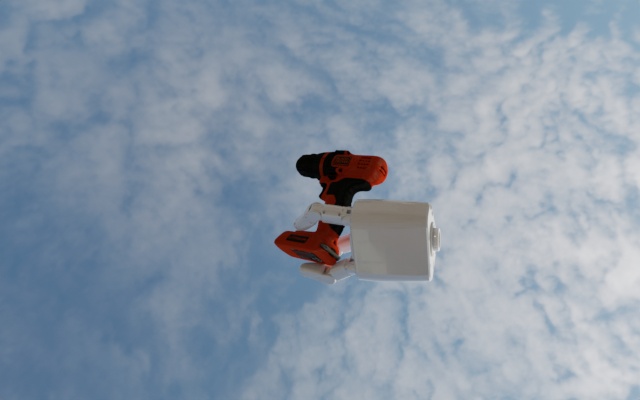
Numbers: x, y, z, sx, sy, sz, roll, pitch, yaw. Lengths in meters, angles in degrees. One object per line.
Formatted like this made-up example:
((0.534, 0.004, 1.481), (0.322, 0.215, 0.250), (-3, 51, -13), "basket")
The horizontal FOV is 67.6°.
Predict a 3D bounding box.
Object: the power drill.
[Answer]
((0.000, 0.003, 0.765), (0.184, 0.187, 0.057), (6, -26, 44), "power drill")
